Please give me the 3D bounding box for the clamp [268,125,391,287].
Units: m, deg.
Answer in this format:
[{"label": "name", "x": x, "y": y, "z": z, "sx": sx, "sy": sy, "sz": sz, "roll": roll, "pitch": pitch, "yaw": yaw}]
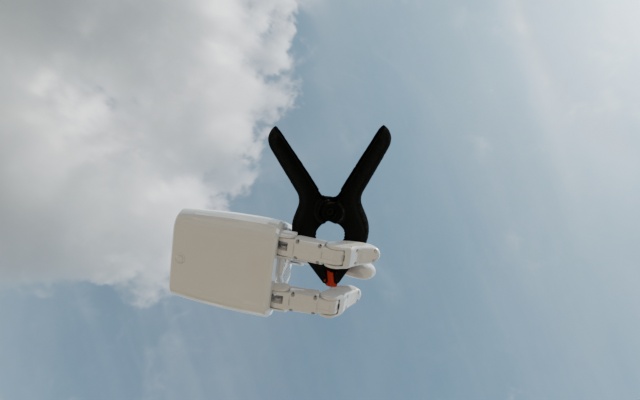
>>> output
[{"label": "clamp", "x": 0.000, "y": 0.002, "z": 0.487, "sx": 0.120, "sy": 0.171, "sz": 0.039, "roll": 9, "pitch": 10, "yaw": 6}]
